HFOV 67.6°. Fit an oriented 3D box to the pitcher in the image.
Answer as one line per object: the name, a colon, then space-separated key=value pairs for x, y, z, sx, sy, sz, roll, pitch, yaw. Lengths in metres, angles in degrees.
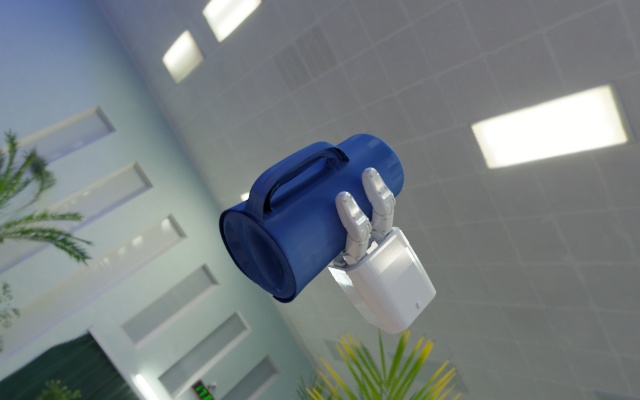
pitcher: x=0.000 y=0.002 z=0.615 sx=0.242 sy=0.145 sz=0.149 roll=-38 pitch=8 yaw=-33
